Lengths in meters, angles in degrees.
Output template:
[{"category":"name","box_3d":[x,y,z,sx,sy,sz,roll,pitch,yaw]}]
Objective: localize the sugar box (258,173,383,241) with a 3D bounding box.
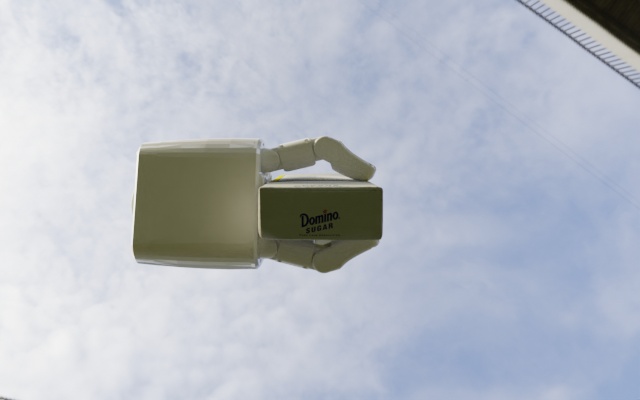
[{"category":"sugar box","box_3d":[0.000,0.002,0.432,0.093,0.048,0.176,0,8,1]}]
